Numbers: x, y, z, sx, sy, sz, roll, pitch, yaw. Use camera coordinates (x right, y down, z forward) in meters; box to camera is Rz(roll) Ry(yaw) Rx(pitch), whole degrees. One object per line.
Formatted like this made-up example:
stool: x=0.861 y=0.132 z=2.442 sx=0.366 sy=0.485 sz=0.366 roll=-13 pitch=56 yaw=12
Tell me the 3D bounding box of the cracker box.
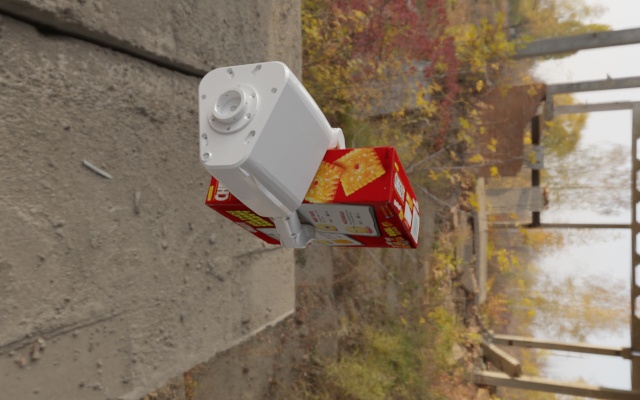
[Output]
cracker box: x=0.000 y=0.002 z=0.575 sx=0.213 sy=0.072 sz=0.164 roll=0 pitch=-21 yaw=22
